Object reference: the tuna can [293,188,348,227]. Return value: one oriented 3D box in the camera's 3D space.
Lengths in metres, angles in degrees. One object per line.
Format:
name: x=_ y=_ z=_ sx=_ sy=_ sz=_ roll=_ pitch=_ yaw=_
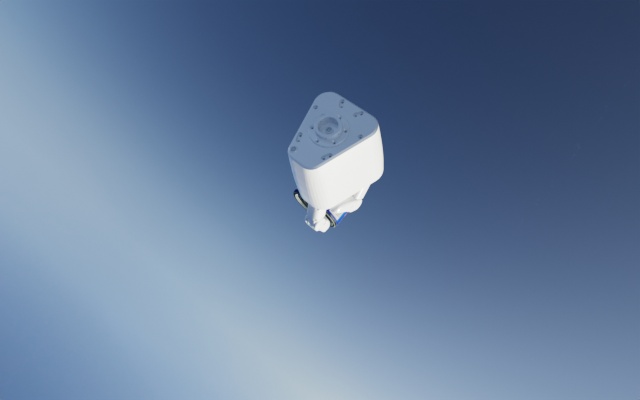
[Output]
tuna can: x=0.000 y=0.003 z=0.731 sx=0.086 sy=0.033 sz=0.086 roll=37 pitch=-13 yaw=10
